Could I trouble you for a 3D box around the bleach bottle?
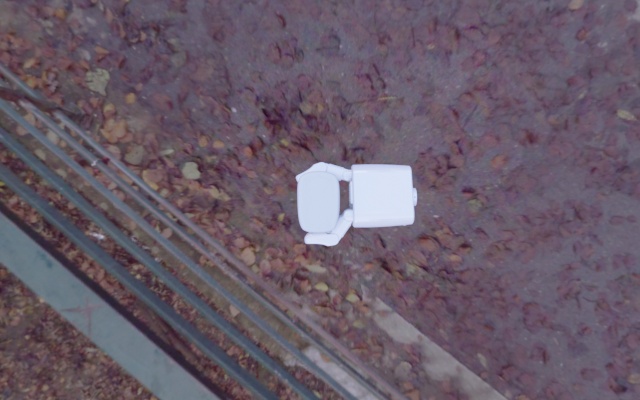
[{"bbox_3d":[0.000,0.003,0.879,0.068,0.102,0.251,0,1,2],"label":"bleach bottle"}]
